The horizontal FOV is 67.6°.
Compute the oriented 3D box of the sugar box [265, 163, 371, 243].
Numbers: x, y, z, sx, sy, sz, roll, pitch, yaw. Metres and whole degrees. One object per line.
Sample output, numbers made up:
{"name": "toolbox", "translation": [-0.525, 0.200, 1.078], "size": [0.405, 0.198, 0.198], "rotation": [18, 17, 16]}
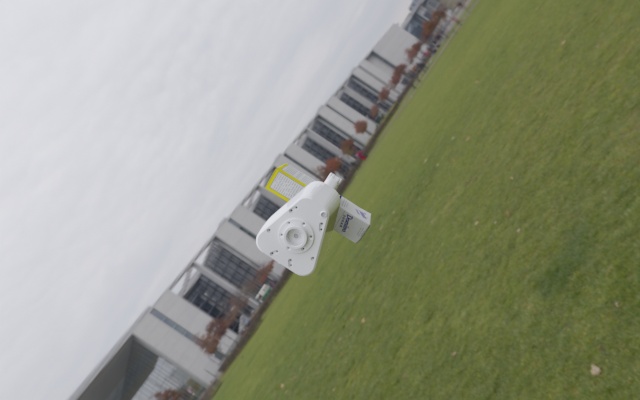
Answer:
{"name": "sugar box", "translation": [0.000, 0.003, 0.803], "size": [0.176, 0.048, 0.093], "rotation": [34, 12, 1]}
